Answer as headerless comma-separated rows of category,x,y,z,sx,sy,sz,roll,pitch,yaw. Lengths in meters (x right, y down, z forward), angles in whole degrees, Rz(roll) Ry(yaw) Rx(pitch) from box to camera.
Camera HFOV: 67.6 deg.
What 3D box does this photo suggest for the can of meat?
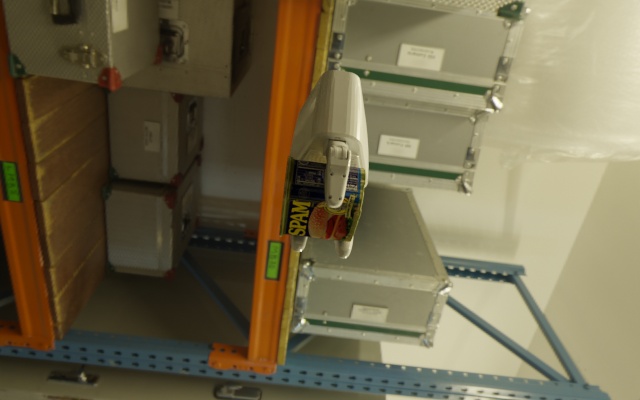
can of meat,0.000,0.002,0.532,0.084,0.057,0.102,7,-36,-4
